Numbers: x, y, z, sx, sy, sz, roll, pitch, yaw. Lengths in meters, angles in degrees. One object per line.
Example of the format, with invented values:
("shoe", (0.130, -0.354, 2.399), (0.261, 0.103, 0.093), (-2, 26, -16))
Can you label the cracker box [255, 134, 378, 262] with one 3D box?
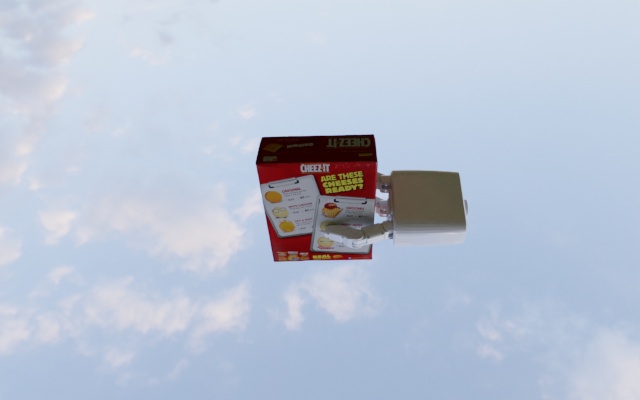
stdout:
("cracker box", (0.000, 0.003, 0.724), (0.164, 0.072, 0.214), (-1, -45, 2))
